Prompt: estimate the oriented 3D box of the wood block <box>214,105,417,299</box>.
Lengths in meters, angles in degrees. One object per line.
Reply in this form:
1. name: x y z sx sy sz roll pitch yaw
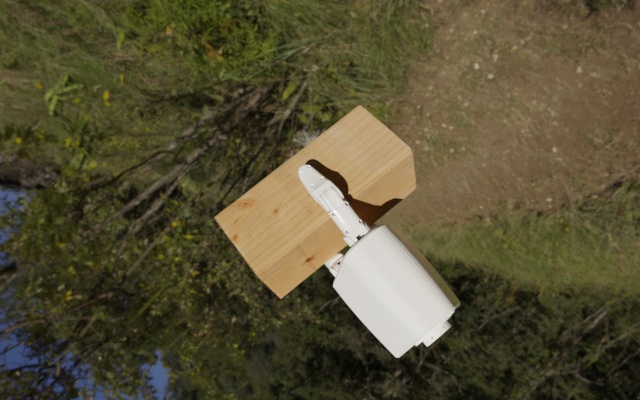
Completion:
1. wood block: 0.000 0.002 0.541 0.206 0.090 0.091 -39 -30 -7
